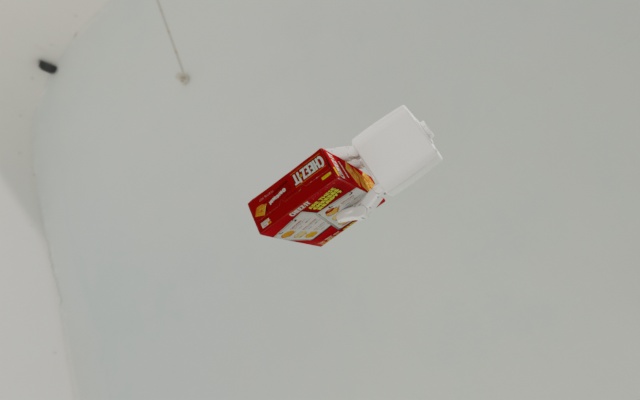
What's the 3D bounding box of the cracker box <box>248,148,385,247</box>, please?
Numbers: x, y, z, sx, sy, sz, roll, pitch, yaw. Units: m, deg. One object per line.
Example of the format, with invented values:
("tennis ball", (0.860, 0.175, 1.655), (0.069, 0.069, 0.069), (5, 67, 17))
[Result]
("cracker box", (0.000, 0.003, 0.847), (0.164, 0.072, 0.214), (-36, -25, 17))
